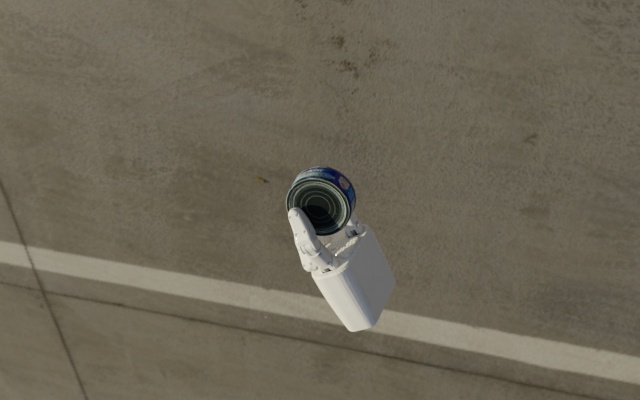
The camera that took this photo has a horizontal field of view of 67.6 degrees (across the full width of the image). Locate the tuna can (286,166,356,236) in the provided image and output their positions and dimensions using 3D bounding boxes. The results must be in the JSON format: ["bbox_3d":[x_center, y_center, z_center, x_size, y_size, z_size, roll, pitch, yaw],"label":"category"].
[{"bbox_3d":[0.000,0.002,0.604,0.086,0.086,0.033,0,28,17],"label":"tuna can"}]
